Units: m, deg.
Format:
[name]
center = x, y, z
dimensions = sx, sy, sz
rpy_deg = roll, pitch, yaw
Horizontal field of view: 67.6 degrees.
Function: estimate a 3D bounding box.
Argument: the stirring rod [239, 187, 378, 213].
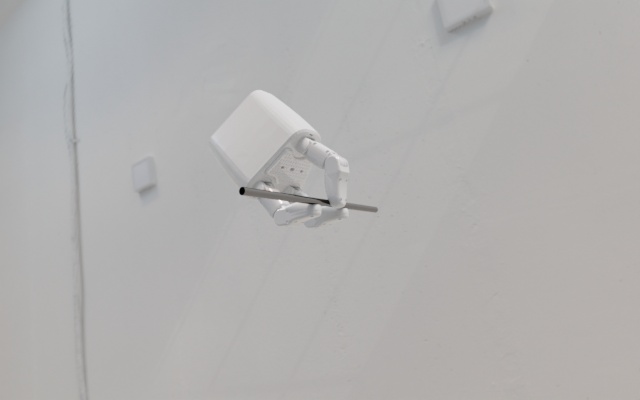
[stirring rod]
center = 0.000, 0.002, 0.535
dimensions = 0.011, 0.011, 0.239
rpy_deg = 0, -5, 37
